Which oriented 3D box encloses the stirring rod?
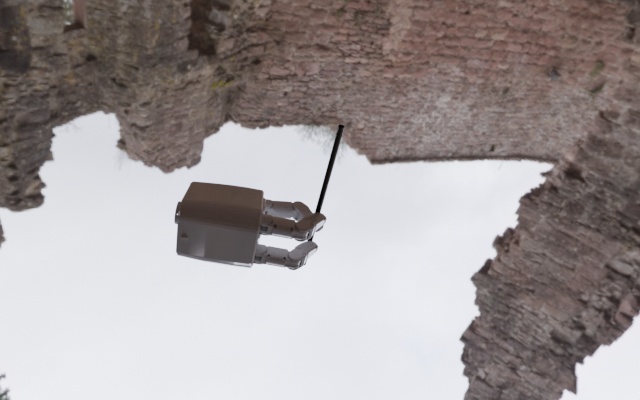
[{"bbox_3d":[0.000,0.002,0.664,0.011,0.240,0.011,10,36,-7],"label":"stirring rod"}]
